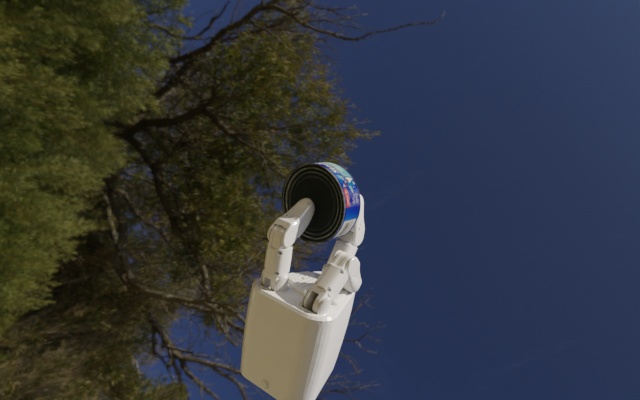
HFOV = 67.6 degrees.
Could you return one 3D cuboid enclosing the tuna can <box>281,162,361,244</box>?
[{"bbox_3d":[0.000,0.002,0.513,0.086,0.086,0.034,0,6,39],"label":"tuna can"}]
